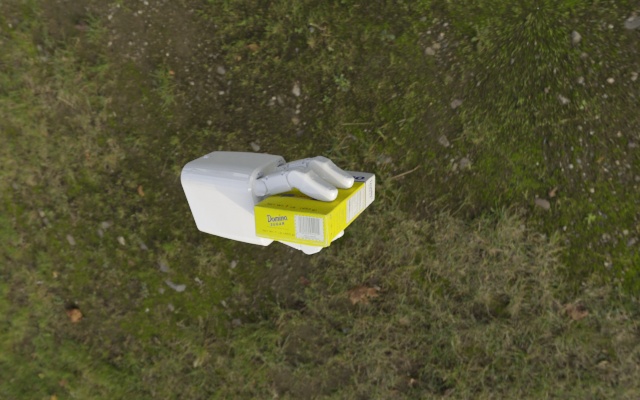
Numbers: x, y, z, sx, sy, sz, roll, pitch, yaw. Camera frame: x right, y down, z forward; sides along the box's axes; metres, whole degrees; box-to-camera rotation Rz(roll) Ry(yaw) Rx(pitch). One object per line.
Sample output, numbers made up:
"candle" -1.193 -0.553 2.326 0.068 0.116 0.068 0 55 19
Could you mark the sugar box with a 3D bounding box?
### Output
"sugar box" 0.000 0.001 0.606 0.093 0.048 0.176 7 23 21
